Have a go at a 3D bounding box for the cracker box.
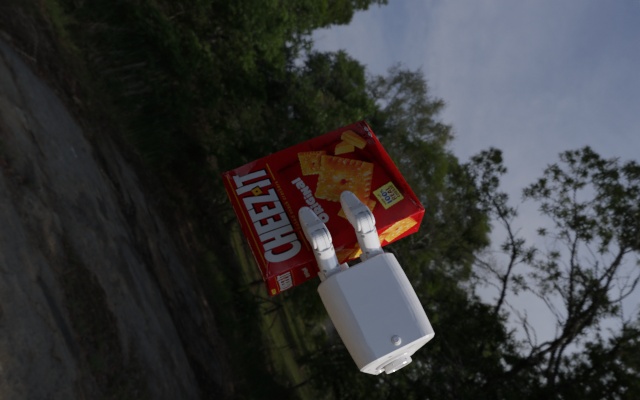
[{"bbox_3d":[0.000,0.002,0.625,0.213,0.164,0.072,-22,-28,-12],"label":"cracker box"}]
